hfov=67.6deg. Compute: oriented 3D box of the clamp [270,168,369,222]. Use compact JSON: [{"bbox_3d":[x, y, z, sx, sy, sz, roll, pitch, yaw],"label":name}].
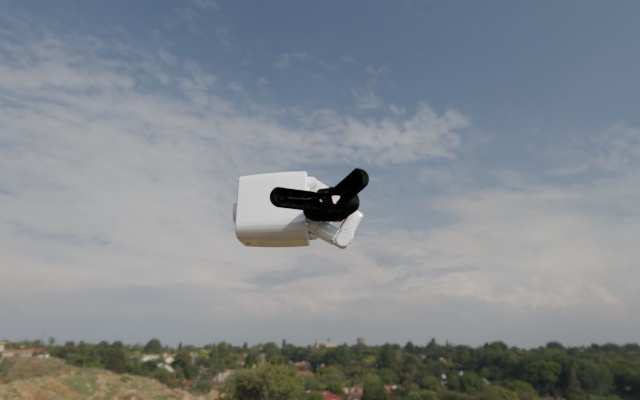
[{"bbox_3d":[0.000,0.002,0.632,0.120,0.039,0.171,-5,-17,1],"label":"clamp"}]
